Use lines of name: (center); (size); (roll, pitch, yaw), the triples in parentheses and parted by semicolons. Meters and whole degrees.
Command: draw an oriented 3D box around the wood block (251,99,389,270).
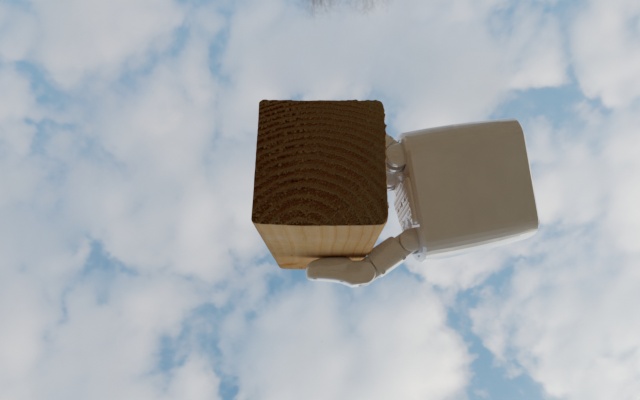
wood block: (0.000, 0.002, 0.415); (0.090, 0.090, 0.206); (0, -16, 1)
